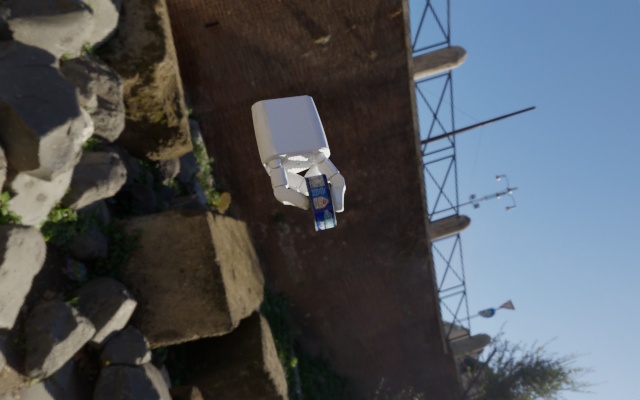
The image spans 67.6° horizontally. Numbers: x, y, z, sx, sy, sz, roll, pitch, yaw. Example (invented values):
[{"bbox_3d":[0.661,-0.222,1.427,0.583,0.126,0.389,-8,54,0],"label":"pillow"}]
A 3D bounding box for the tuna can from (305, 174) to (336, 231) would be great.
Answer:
[{"bbox_3d":[0.001,0.002,0.742,0.034,0.086,0.086,-12,0,-1],"label":"tuna can"}]
